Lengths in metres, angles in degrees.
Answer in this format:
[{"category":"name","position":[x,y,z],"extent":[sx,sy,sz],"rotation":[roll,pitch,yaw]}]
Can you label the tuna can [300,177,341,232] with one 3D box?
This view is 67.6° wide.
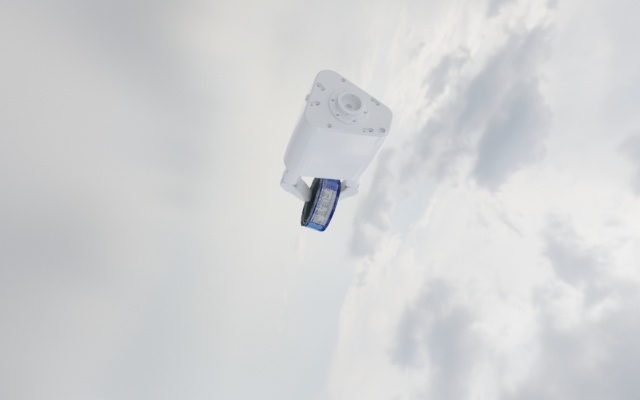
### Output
[{"category":"tuna can","position":[0.001,0.003,0.705],"extent":[0.034,0.086,0.086],"rotation":[18,-3,-10]}]
